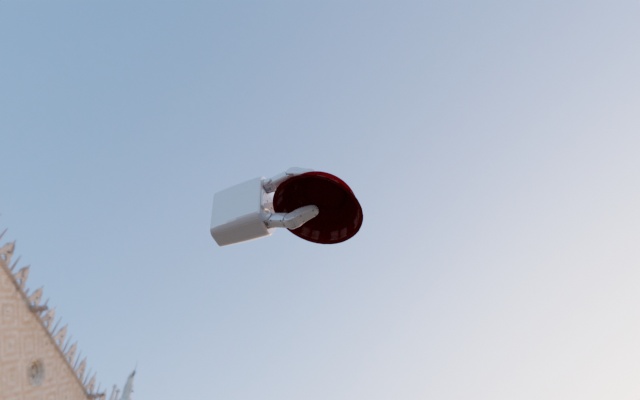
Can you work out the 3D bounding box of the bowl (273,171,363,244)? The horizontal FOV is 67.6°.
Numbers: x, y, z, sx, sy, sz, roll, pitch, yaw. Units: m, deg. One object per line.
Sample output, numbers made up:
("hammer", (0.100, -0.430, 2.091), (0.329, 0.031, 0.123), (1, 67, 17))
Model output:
("bowl", (0.002, 0.003, 0.844), (0.162, 0.162, 0.055), (0, 40, 18))
